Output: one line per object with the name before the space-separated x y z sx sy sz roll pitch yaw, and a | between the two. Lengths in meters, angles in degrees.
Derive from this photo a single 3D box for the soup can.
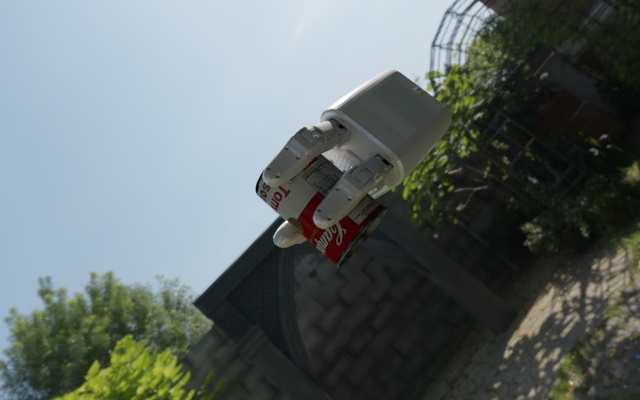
soup can | 0.000 0.002 0.431 0.102 0.068 0.068 40 9 11
